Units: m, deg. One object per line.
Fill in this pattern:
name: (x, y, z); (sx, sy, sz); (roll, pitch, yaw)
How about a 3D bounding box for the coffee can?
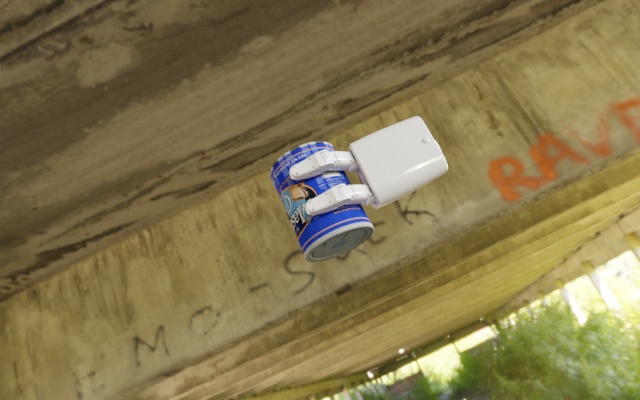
coffee can: (0.000, 0.002, 0.677); (0.103, 0.140, 0.103); (-21, -22, -9)
